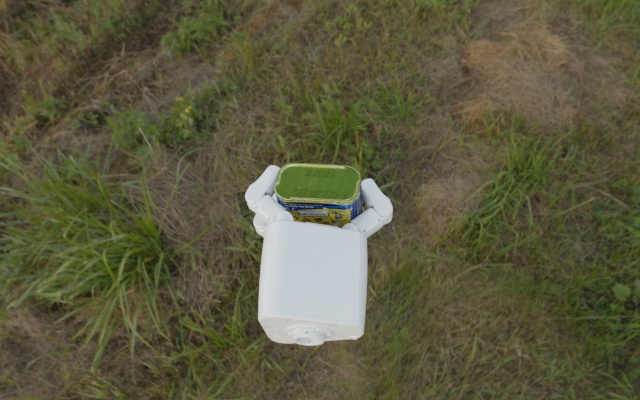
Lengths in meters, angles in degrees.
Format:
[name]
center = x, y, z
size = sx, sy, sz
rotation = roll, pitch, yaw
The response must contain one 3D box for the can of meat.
[can of meat]
center = 0.000, 0.002, 0.565
size = 0.102, 0.057, 0.084
rotation = 3, -32, 7
